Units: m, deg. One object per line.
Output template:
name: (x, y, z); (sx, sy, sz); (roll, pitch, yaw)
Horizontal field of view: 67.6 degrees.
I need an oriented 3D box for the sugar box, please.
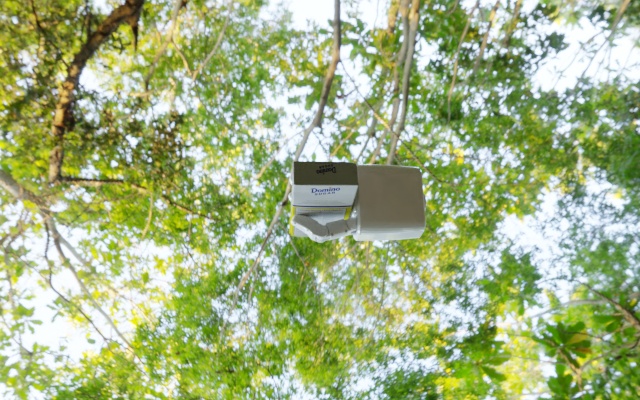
sugar box: (0.000, 0.002, 0.738); (0.093, 0.048, 0.176); (1, -31, -6)
